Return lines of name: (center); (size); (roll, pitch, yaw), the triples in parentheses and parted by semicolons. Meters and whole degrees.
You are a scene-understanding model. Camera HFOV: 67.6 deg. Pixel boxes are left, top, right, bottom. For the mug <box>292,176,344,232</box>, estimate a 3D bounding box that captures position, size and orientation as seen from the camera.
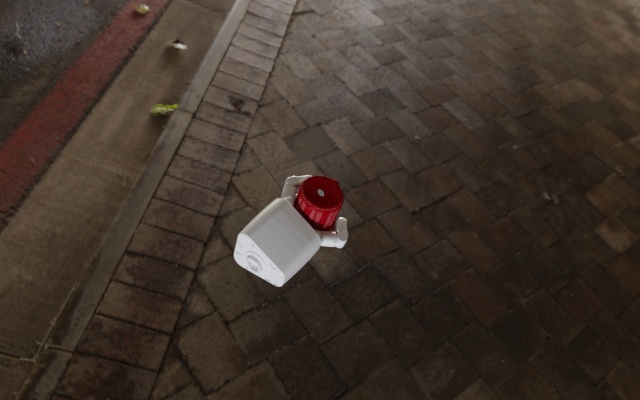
mug: (0.001, 0.002, 0.872); (0.093, 0.081, 0.117); (36, 51, 10)
